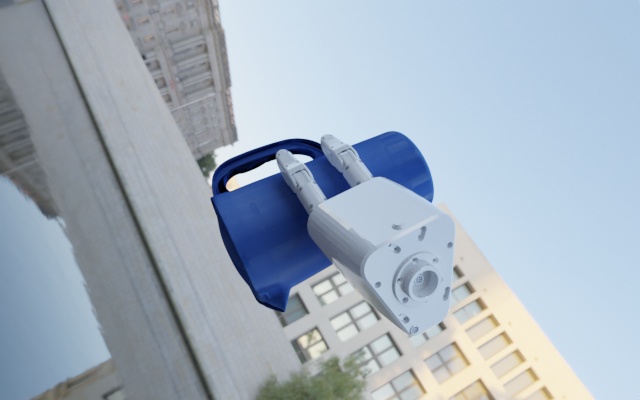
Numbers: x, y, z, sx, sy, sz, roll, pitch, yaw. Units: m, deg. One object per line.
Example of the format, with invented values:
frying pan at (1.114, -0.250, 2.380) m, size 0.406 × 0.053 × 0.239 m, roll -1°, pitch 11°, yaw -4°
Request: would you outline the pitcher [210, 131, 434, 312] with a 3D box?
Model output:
pitcher at (0.000, 0.002, 0.560) m, size 0.243 × 0.149 × 0.145 m, roll -25°, pitch 25°, yaw -14°
